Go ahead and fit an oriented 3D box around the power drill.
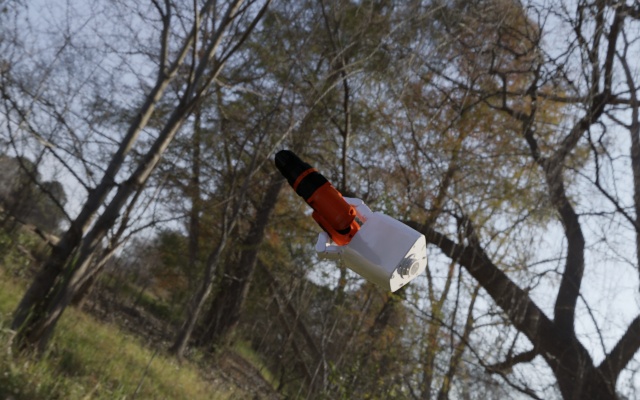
[{"bbox_3d":[0.000,0.003,0.859,0.184,0.057,0.188,47,-4,25],"label":"power drill"}]
